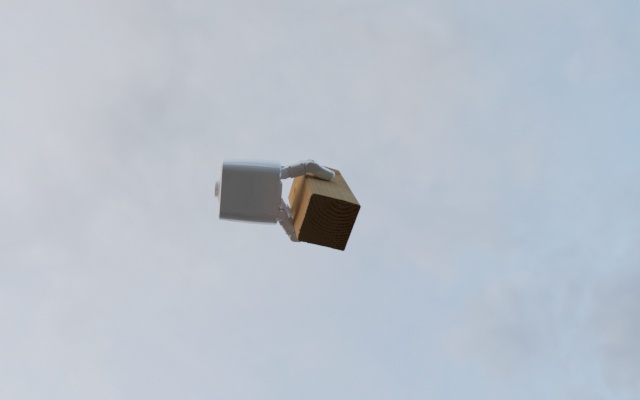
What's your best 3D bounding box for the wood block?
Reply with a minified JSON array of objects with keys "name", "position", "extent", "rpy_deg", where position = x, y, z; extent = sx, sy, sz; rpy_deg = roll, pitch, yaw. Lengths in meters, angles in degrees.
[{"name":"wood block","position":[0.000,0.003,0.897],"extent":[0.090,0.091,0.206],"rpy_deg":[14,18,-13]}]
